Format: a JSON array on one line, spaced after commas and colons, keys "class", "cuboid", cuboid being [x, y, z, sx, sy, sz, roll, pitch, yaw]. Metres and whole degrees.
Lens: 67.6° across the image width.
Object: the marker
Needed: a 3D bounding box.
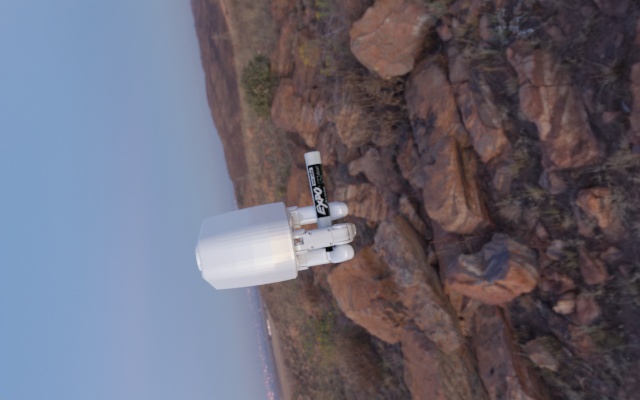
[{"class": "marker", "cuboid": [0.000, 0.002, 0.573, 0.020, 0.121, 0.020, -10, -1, 0]}]
